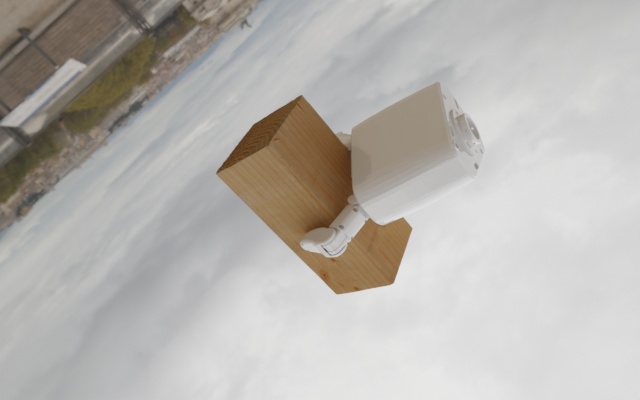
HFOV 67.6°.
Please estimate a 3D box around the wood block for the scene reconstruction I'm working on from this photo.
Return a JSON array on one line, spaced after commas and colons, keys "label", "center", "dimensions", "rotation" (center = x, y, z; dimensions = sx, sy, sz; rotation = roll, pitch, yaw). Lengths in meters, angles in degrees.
[{"label": "wood block", "center": [0.000, 0.002, 0.529], "dimensions": [0.090, 0.206, 0.090], "rotation": [-20, 31, 42]}]
